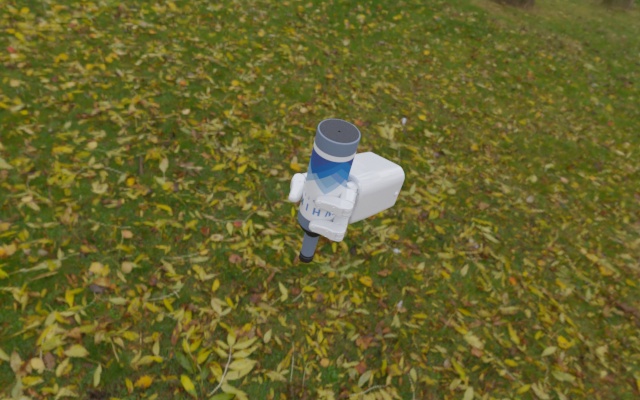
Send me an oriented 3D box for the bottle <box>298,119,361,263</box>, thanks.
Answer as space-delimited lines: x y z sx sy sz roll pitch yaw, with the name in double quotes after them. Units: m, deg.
0.000 0.002 0.814 0.069 0.296 0.069 8 42 -7 "bottle"
